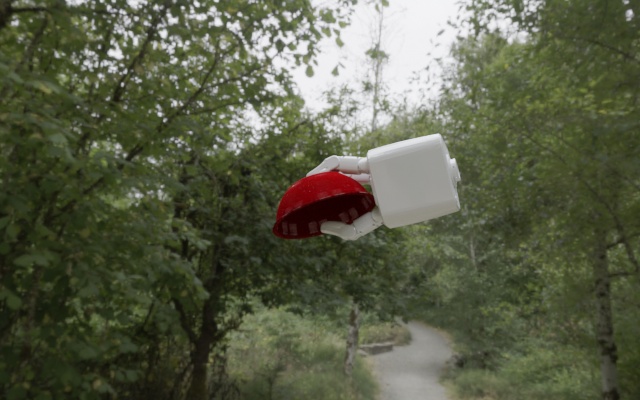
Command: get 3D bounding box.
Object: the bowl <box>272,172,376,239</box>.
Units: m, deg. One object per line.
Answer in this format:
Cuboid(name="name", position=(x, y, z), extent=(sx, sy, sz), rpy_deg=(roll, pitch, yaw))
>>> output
Cuboid(name="bowl", position=(-0.001, 0.002, 0.714), extent=(0.162, 0.055, 0.162), rpy_deg=(-16, -20, -6))
